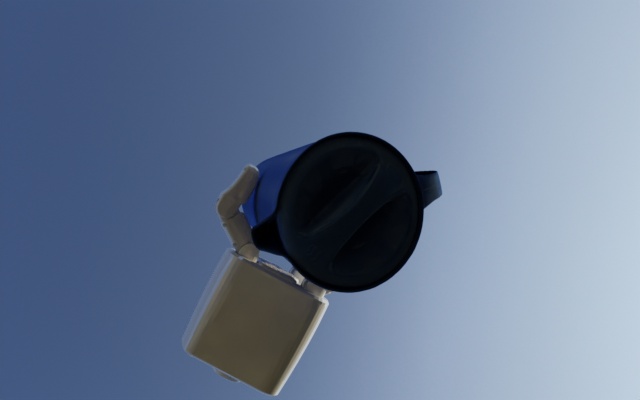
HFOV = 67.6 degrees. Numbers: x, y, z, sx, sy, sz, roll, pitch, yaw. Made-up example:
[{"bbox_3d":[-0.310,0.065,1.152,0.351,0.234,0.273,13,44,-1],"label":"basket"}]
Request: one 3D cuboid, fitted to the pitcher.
[{"bbox_3d":[0.000,0.002,0.502,0.149,0.145,0.243,30,-6,-19],"label":"pitcher"}]
